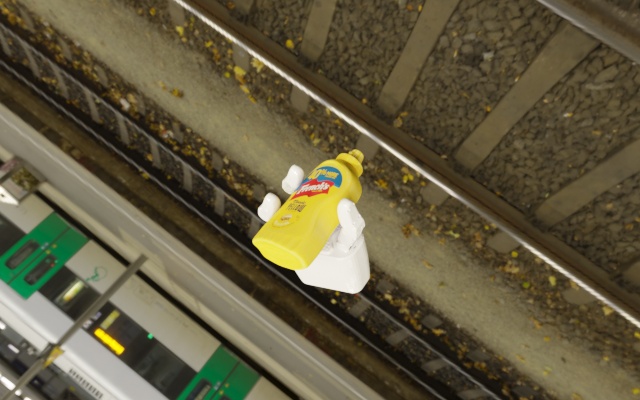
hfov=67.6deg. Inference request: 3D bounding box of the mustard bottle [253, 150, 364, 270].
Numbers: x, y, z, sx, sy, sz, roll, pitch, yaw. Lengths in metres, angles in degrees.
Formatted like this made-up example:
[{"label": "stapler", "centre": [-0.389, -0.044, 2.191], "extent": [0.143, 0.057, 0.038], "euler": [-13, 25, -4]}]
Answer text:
[{"label": "mustard bottle", "centre": [0.000, 0.002, 0.636], "extent": [0.096, 0.058, 0.191], "euler": [6, 49, 50]}]
